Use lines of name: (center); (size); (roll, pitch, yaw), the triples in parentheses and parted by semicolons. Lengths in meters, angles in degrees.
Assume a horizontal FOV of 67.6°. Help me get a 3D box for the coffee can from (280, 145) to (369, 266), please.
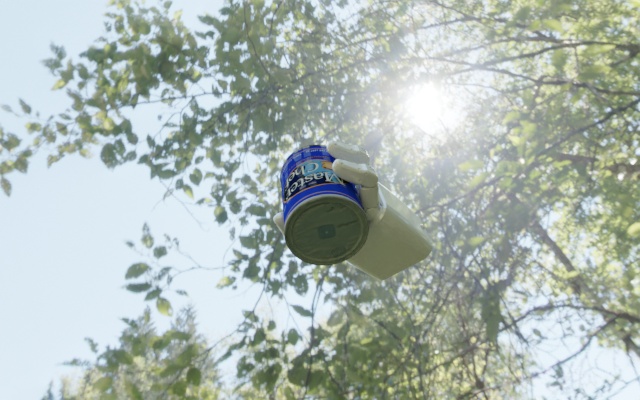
coffee can: (0.000, 0.002, 0.630); (0.103, 0.103, 0.140); (0, 32, -7)
